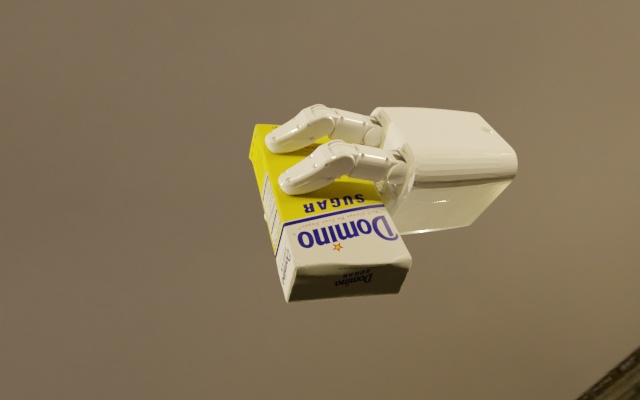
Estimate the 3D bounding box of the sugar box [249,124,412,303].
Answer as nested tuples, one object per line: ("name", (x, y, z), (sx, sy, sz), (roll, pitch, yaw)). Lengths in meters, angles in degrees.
("sugar box", (0.000, 0.001, 0.402), (0.093, 0.048, 0.176), (-1, 39, -20))
